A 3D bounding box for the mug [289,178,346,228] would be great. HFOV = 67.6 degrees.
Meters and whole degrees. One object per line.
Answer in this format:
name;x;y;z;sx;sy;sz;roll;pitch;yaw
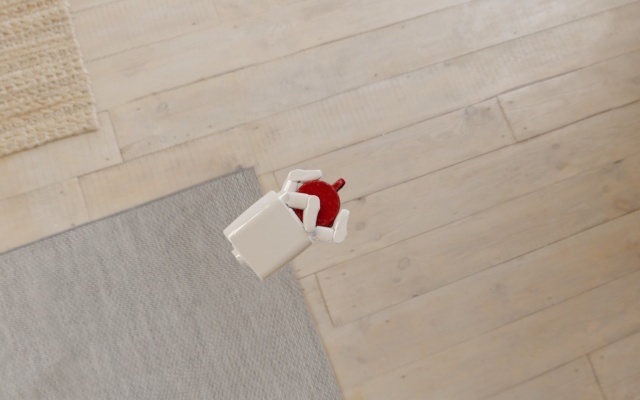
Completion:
mug;0.001;0.002;0.847;0.117;0.093;0.081;-40;-4;-9
